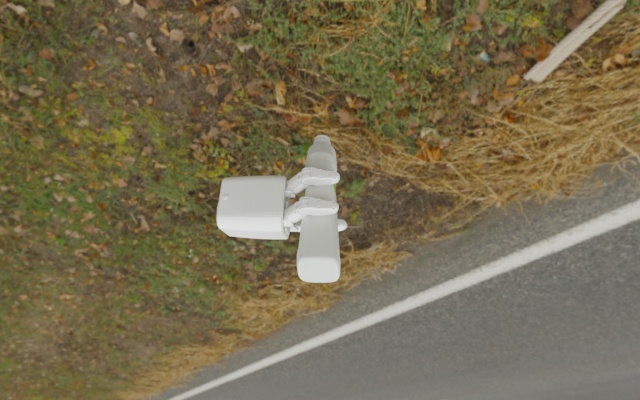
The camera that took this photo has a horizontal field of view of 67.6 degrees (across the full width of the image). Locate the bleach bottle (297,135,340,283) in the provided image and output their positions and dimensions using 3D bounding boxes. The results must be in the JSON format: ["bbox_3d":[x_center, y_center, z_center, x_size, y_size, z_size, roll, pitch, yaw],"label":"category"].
[{"bbox_3d":[0.000,0.003,0.802,0.068,0.250,0.103,0,-31,2],"label":"bleach bottle"}]
